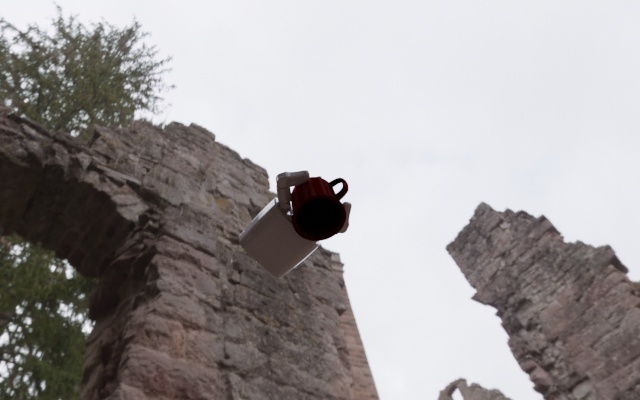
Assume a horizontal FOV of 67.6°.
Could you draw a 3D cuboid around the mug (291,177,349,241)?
[{"bbox_3d":[0.001,0.002,0.834,0.093,0.117,0.081,40,16,-28],"label":"mug"}]
